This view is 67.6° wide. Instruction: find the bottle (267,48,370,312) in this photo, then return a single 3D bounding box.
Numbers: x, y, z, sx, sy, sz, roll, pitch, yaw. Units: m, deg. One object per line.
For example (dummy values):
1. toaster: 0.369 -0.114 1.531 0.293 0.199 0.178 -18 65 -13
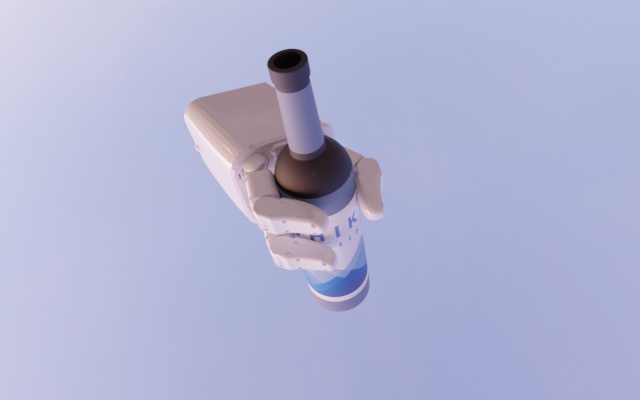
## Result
1. bottle: 0.000 0.002 0.424 0.069 0.069 0.296 0 -39 11
